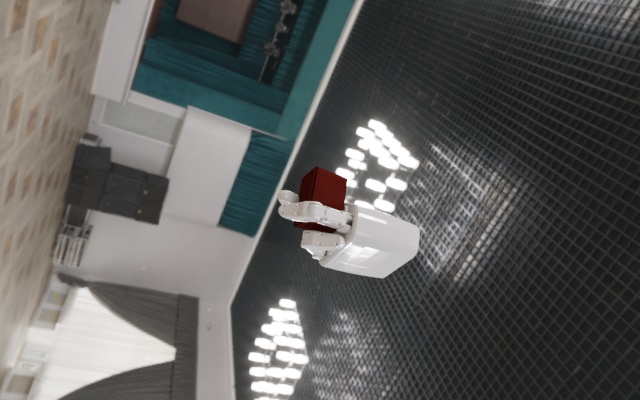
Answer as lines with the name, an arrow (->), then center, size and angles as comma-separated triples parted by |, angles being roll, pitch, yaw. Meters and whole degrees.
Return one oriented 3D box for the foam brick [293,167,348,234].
foam brick -> 0.000, 0.002, 0.668 | 0.051, 0.078, 0.053 | 17, -20, -20
